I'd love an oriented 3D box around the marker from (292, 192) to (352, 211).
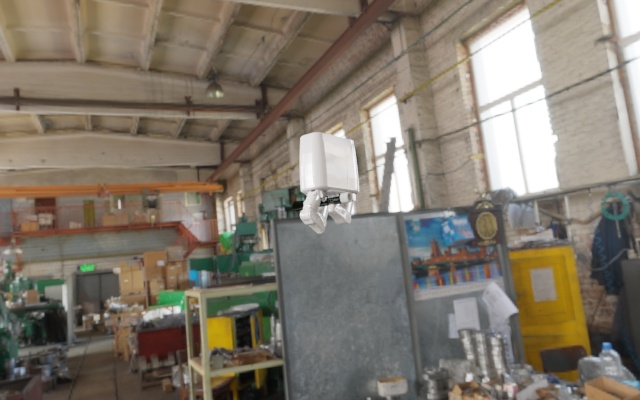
[{"bbox_3d":[0.000,0.003,0.864,0.121,0.020,0.020,-10,-5,31],"label":"marker"}]
